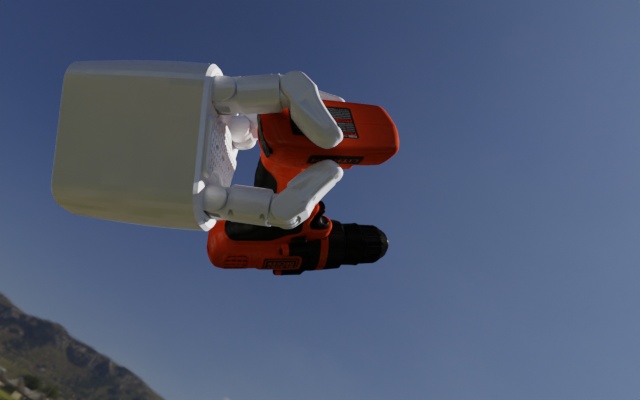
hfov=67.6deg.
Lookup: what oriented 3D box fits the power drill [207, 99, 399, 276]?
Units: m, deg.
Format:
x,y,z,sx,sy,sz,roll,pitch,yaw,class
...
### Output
x,y,z,sx,sy,sz,roll,pitch,yaw,class
0.000,0.001,0.423,0.184,0.057,0.188,0,-41,-20,power drill
